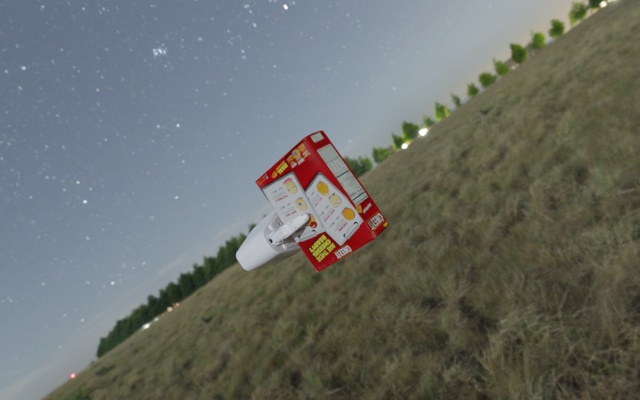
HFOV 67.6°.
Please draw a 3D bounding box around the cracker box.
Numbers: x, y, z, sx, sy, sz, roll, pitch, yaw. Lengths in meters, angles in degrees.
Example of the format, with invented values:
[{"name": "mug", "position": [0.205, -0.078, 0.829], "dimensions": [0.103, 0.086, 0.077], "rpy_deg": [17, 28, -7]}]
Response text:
[{"name": "cracker box", "position": [0.000, 0.003, 0.885], "dimensions": [0.164, 0.213, 0.072], "rpy_deg": [-36, -1, 40]}]
